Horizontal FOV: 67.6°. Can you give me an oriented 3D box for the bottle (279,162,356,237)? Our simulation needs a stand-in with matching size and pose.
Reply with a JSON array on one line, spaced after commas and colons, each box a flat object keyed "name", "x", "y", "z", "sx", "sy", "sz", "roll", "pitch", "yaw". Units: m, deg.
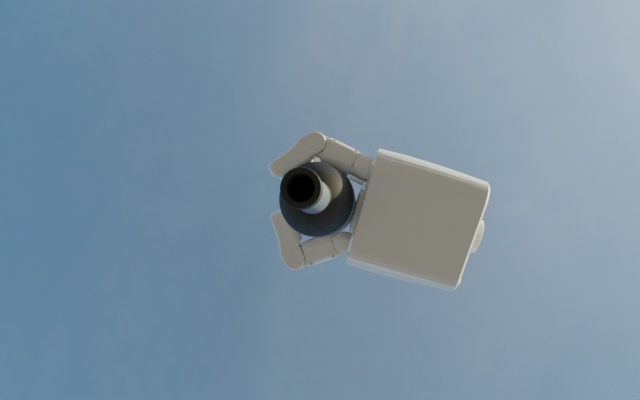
[{"name": "bottle", "x": 0.000, "y": 0.001, "z": 0.455, "sx": 0.069, "sy": 0.069, "sz": 0.296, "roll": 0, "pitch": -4, "yaw": 5}]
